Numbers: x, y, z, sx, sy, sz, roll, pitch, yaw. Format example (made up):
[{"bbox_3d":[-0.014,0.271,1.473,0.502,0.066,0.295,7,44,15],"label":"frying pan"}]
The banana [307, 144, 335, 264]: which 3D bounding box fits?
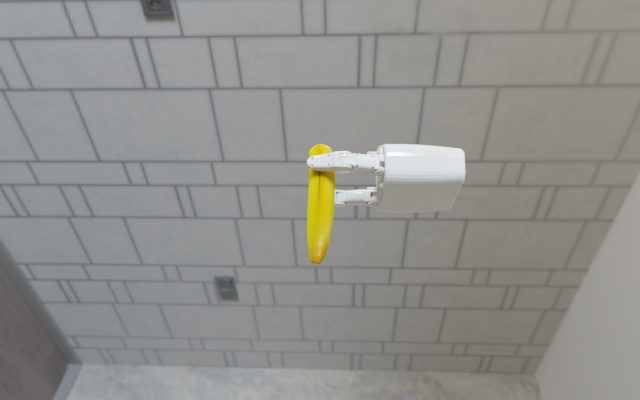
[{"bbox_3d":[0.001,-0.012,0.658,0.037,0.197,0.070,2,-37,-2],"label":"banana"}]
